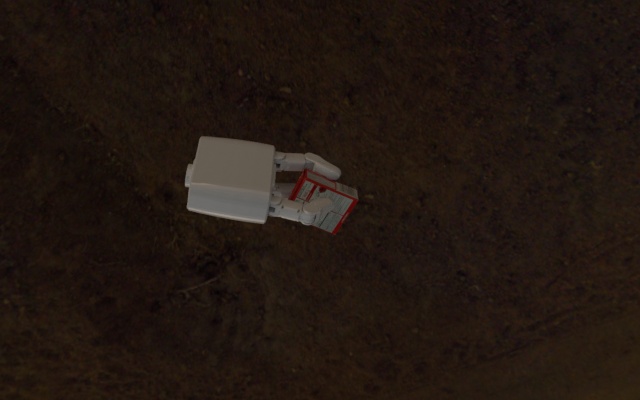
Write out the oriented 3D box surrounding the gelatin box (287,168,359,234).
[{"bbox_3d":[0.000,0.003,0.700,0.089,0.073,0.030,22,32,-15],"label":"gelatin box"}]
